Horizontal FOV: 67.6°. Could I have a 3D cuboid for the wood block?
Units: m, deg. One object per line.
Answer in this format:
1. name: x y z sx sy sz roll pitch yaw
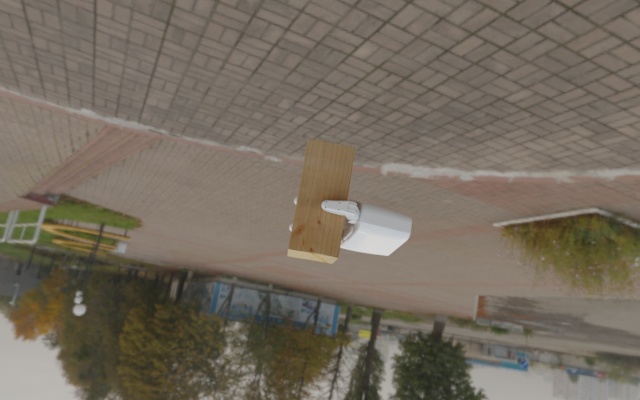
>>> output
1. wood block: 0.001 0.003 0.881 0.090 0.206 0.091 10 -15 -3
